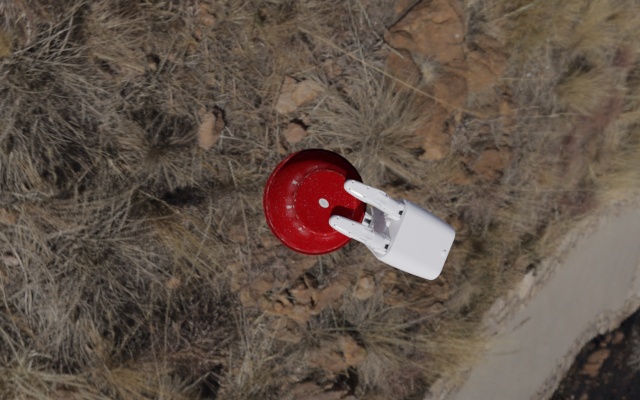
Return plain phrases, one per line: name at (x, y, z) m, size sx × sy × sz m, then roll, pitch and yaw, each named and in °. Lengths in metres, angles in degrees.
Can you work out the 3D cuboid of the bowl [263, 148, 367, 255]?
bowl at (-0.001, 0.002, 0.693) m, size 0.162 × 0.162 × 0.055 m, roll 0°, pitch 1°, yaw -15°
